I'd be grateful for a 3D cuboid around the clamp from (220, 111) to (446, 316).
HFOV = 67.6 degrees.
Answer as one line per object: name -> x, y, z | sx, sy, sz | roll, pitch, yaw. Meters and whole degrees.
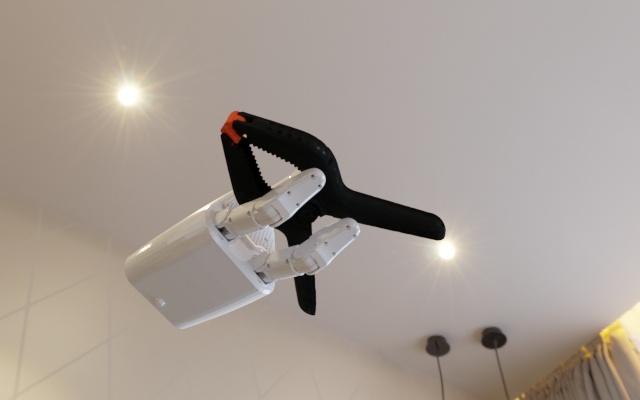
clamp -> 0.000, 0.001, 0.421 | 0.164, 0.210, 0.036 | -29, 25, 17
